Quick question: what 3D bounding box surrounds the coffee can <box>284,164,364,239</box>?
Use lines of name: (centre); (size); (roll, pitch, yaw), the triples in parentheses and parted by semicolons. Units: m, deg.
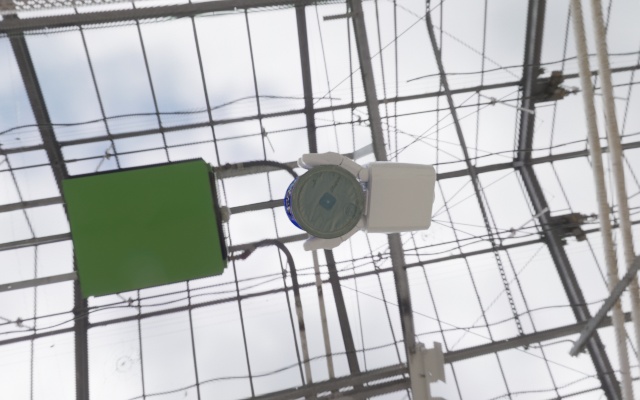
coffee can: (0.000, 0.002, 0.722); (0.103, 0.103, 0.140); (0, 0, -9)
